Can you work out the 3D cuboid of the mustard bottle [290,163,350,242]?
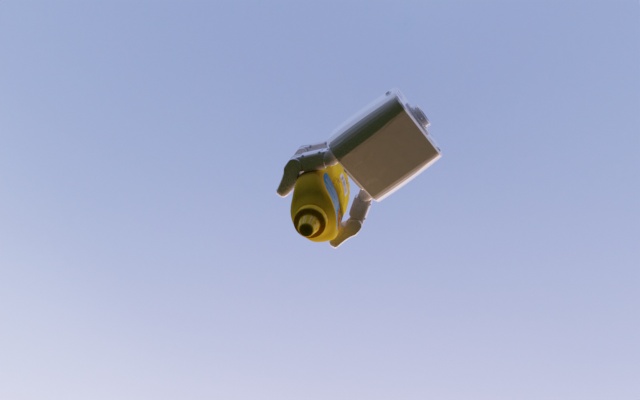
[{"bbox_3d":[0.000,0.002,0.643,0.058,0.096,0.191,-10,18,13],"label":"mustard bottle"}]
